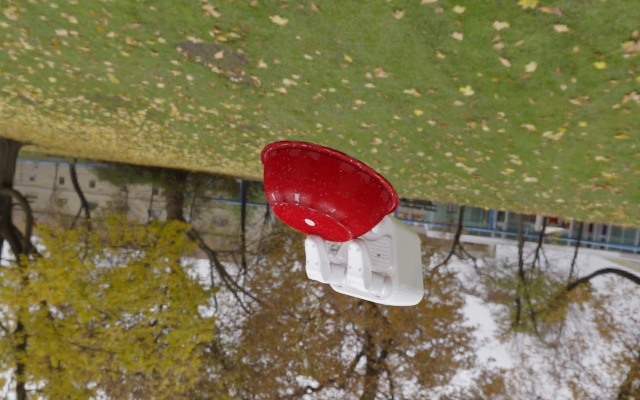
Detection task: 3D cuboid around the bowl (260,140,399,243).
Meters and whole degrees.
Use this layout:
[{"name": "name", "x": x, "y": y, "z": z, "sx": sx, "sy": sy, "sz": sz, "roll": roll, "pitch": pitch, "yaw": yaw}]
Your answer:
[{"name": "bowl", "x": -0.001, "y": 0.001, "z": 0.519, "sx": 0.162, "sy": 0.055, "sz": 0.162, "roll": 19, "pitch": -20, "yaw": 7}]
